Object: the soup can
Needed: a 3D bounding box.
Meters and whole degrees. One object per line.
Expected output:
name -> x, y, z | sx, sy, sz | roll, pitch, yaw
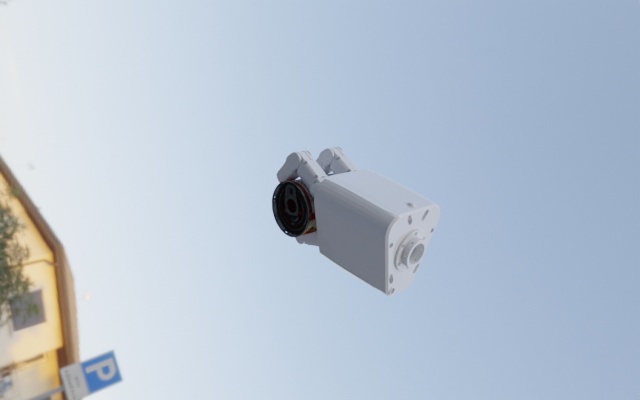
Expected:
soup can -> 0.000, 0.002, 0.596 | 0.102, 0.068, 0.068 | -13, 9, -41
